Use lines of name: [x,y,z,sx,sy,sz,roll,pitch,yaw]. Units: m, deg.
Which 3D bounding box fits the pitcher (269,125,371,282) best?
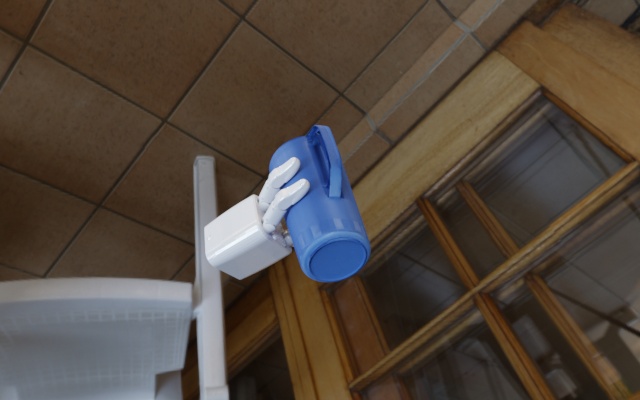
pitcher: [0.000,0.003,0.775,0.145,0.242,0.149,-31,-48,10]
